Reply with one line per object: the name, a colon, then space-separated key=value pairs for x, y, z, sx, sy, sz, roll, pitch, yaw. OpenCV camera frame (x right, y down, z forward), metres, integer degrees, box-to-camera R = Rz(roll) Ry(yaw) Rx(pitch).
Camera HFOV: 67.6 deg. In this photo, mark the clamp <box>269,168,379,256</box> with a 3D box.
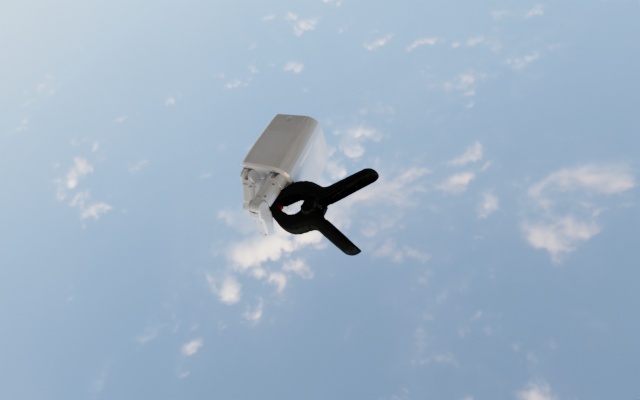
clamp: x=0.000 y=0.003 z=0.656 sx=0.171 sy=0.120 sz=0.039 roll=13 pitch=-23 yaw=33
